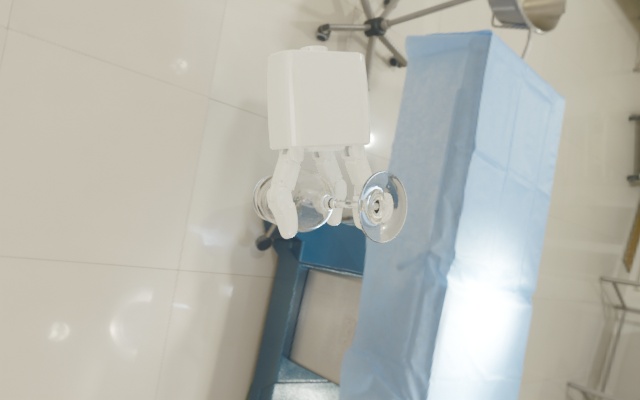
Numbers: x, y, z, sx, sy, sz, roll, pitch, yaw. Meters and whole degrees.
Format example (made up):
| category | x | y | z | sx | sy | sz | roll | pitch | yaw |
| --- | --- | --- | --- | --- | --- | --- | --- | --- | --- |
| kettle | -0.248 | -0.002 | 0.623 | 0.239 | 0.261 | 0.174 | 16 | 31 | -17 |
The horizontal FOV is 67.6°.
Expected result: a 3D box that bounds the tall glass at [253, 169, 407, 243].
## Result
| category | x | y | z | sx | sy | sz | roll | pitch | yaw |
| --- | --- | --- | --- | --- | --- | --- | --- | --- | --- |
| tall glass | 0.000 | 0.002 | 0.562 | 0.079 | 0.079 | 0.201 | 0 | 2 | -41 |
